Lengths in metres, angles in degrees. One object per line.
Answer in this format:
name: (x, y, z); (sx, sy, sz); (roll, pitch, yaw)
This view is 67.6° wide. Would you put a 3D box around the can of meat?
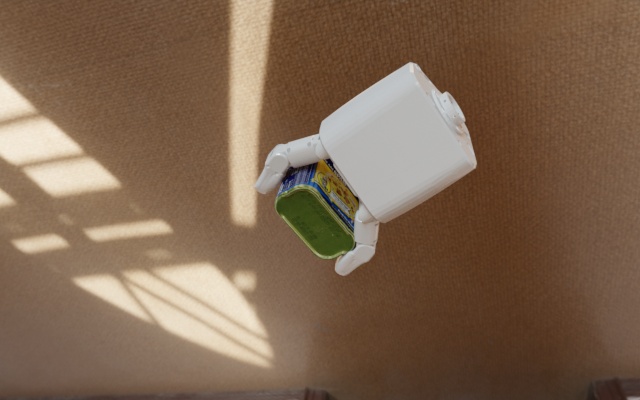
can of meat: (0.000, 0.002, 0.519); (0.057, 0.102, 0.084); (-28, 27, 25)
